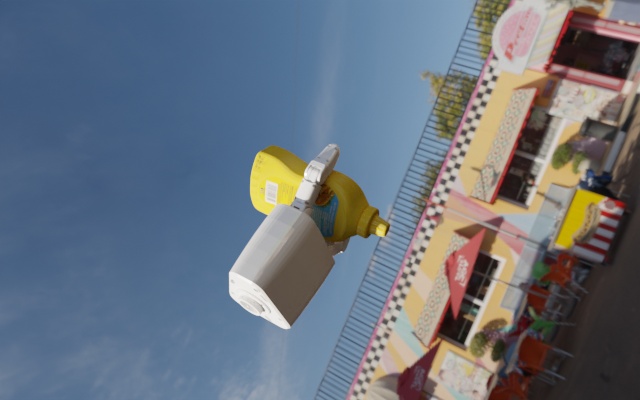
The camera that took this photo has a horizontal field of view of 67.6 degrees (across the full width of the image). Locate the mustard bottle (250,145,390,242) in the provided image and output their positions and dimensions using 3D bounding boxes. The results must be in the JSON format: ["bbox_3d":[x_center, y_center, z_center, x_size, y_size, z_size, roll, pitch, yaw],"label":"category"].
[{"bbox_3d":[0.000,0.002,0.622,0.191,0.096,0.058,23,35,21],"label":"mustard bottle"}]
